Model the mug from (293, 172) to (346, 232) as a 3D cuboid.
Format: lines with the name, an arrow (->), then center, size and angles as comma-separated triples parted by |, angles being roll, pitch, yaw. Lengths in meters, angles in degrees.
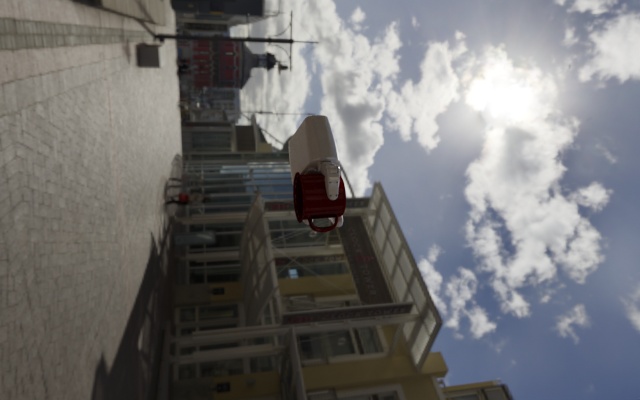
mug -> 0.001, 0.004, 0.871 | 0.081, 0.117, 0.093 | -3, -29, -14
